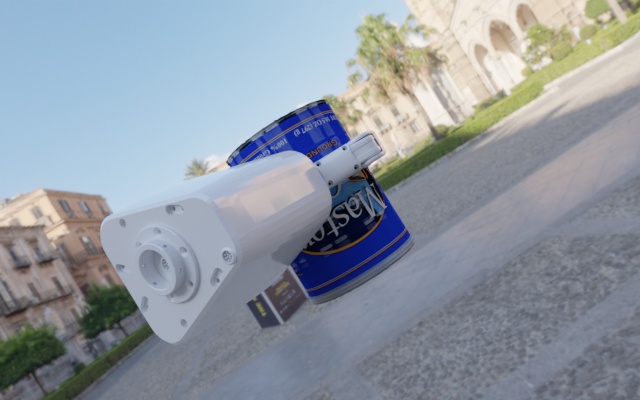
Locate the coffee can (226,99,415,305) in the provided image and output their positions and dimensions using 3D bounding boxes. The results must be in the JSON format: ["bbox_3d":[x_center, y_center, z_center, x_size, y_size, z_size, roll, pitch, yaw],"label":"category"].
[{"bbox_3d":[0.000,0.001,0.409,0.103,0.140,0.103,-32,-1,0],"label":"coffee can"}]
